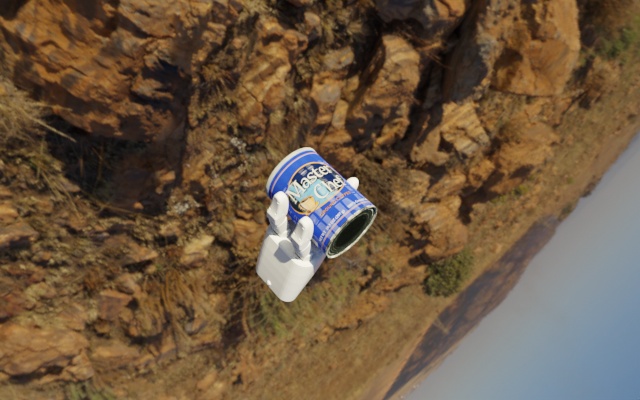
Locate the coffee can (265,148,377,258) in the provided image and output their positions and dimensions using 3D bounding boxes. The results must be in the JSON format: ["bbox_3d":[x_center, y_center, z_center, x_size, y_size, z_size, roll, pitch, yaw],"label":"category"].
[{"bbox_3d":[0.000,0.002,0.722,0.140,0.103,0.103,44,20,22],"label":"coffee can"}]
